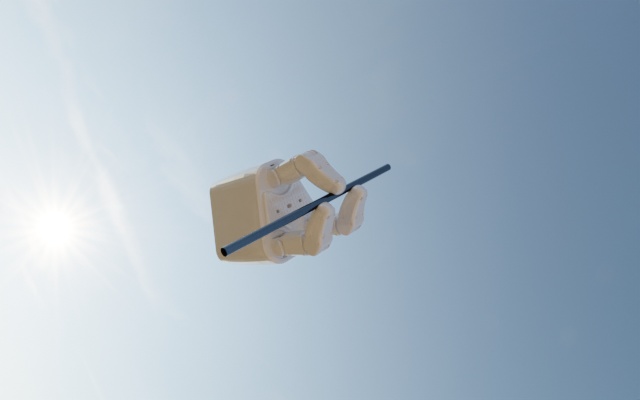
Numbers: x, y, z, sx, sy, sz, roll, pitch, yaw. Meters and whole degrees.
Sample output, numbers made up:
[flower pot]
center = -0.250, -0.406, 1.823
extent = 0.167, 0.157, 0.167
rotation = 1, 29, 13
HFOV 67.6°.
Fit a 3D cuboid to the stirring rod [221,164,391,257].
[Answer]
[stirring rod]
center = 0.000, 0.002, 0.464
extent = 0.011, 0.011, 0.239
rotation = 0, 19, 43
